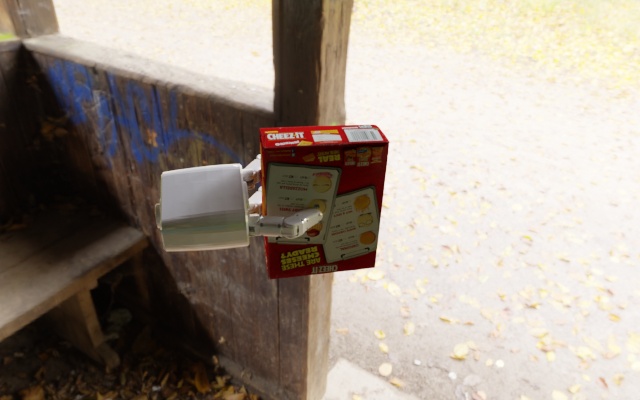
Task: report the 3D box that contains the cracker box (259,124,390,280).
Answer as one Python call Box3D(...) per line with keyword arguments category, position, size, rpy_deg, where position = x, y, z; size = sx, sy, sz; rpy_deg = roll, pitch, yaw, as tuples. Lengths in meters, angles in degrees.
Box3D(category="cracker box", position=(0.000, 0.002, 0.674), size=(0.164, 0.214, 0.072), rpy_deg=(-5, 34, -10))
